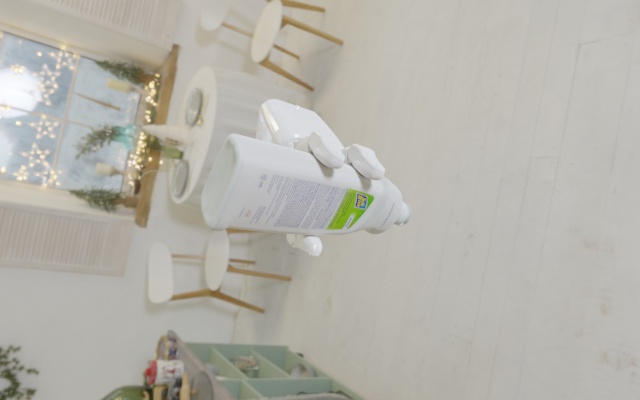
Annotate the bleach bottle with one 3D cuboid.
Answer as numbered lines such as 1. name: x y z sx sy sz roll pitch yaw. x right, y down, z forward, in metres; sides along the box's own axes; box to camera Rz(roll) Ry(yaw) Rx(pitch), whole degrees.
1. bleach bottle: 0.000 0.002 0.550 0.251 0.103 0.068 13 30 -33
